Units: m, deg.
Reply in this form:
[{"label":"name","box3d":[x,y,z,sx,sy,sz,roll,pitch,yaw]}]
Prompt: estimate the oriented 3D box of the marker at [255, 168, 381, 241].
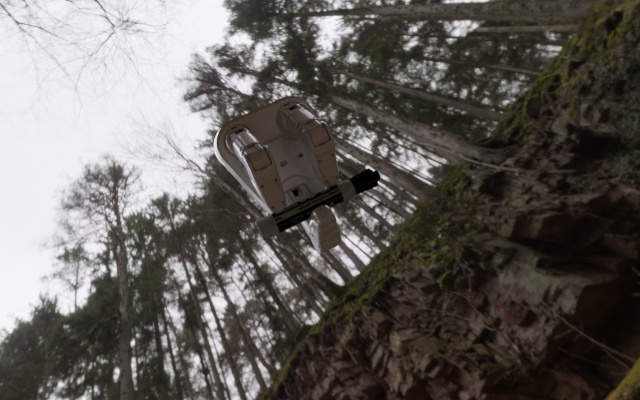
[{"label":"marker","box3d":[0.000,0.001,0.426,0.121,0.020,0.020,-26,6,-13]}]
